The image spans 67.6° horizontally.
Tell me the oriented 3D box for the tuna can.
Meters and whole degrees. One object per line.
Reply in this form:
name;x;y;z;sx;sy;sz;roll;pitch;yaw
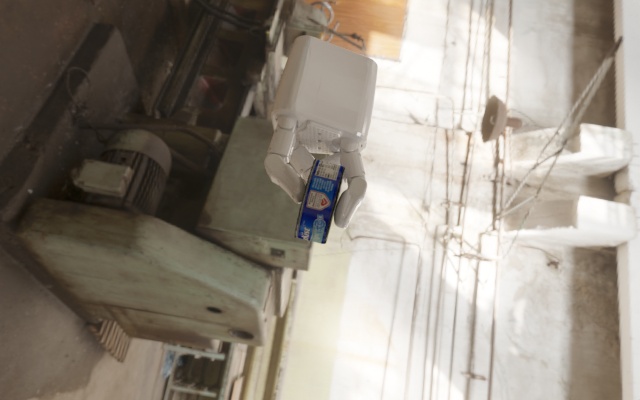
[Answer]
tuna can;0.001;0.002;0.498;0.034;0.086;0.086;15;0;2
